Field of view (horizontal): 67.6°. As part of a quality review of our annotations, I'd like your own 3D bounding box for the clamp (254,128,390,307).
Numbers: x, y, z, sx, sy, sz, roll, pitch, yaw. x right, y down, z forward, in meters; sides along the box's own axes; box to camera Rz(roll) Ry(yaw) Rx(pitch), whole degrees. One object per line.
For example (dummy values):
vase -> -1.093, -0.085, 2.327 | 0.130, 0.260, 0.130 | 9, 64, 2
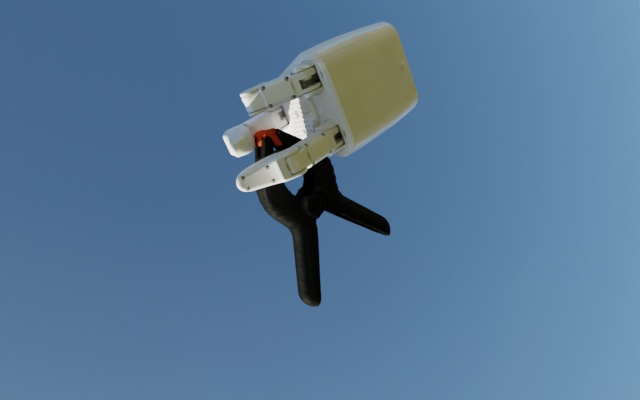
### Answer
clamp -> 0.000, 0.001, 0.456 | 0.120, 0.171, 0.039 | -35, 22, -31
